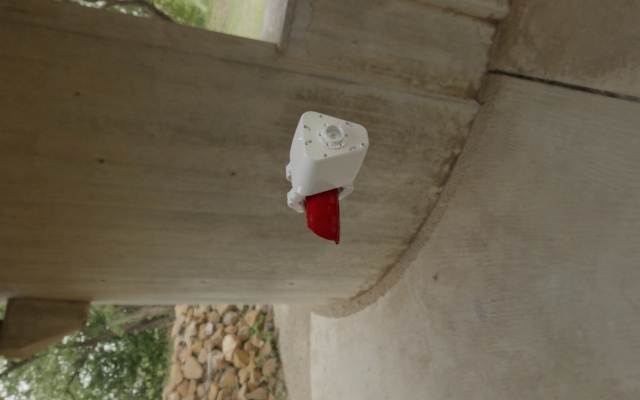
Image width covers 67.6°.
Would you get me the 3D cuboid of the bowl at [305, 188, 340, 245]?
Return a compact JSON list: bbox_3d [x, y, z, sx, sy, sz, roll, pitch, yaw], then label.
[{"bbox_3d":[0.000,0.004,0.882,0.055,0.162,0.162,-4,0,-3],"label":"bowl"}]
